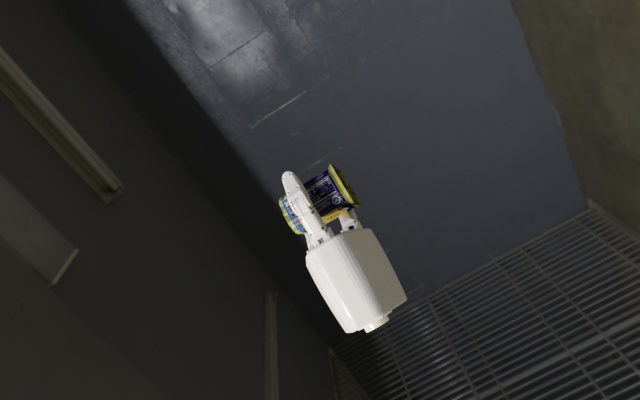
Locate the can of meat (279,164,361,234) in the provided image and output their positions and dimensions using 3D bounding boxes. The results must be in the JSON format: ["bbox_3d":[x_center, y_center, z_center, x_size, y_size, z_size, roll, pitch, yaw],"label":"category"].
[{"bbox_3d":[0.000,0.002,0.632,0.084,0.057,0.102,-32,-10,8],"label":"can of meat"}]
